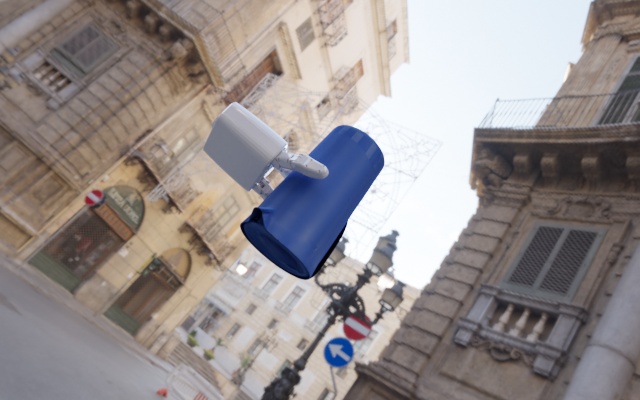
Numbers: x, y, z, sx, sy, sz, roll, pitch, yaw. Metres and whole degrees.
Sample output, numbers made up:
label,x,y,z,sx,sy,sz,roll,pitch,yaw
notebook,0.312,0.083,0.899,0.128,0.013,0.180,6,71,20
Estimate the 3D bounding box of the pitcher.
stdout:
label,x,y,z,sx,sy,sz,roll,pitch,yaw
pitcher,0.000,0.002,0.768,0.145,0.242,0.149,40,-22,-1
